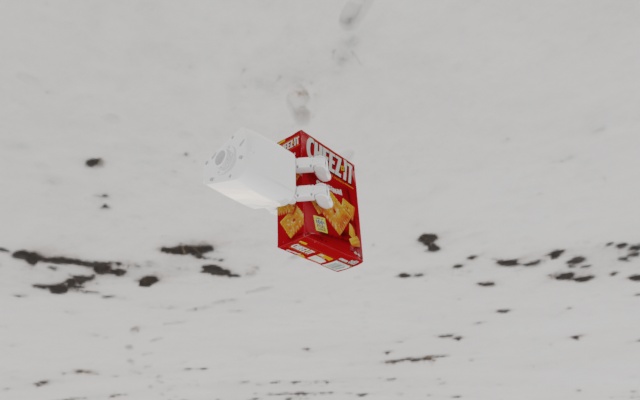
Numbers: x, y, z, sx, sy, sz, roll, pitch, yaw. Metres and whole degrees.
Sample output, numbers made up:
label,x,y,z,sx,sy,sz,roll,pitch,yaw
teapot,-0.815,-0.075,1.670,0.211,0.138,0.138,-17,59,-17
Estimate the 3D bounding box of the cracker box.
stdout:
label,x,y,z,sx,sy,sz,roll,pitch,yaw
cracker box,0.000,0.003,0.862,0.072,0.213,0.164,-24,-36,33
